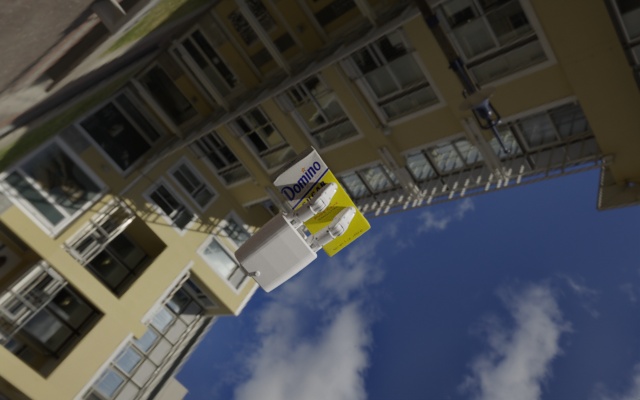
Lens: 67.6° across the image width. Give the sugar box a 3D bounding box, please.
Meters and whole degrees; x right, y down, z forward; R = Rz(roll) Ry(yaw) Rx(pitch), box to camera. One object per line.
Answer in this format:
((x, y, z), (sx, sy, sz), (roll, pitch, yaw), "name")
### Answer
((0.000, 0.003, 0.831), (0.093, 0.176, 0.048), (-37, 21, 2), "sugar box")
